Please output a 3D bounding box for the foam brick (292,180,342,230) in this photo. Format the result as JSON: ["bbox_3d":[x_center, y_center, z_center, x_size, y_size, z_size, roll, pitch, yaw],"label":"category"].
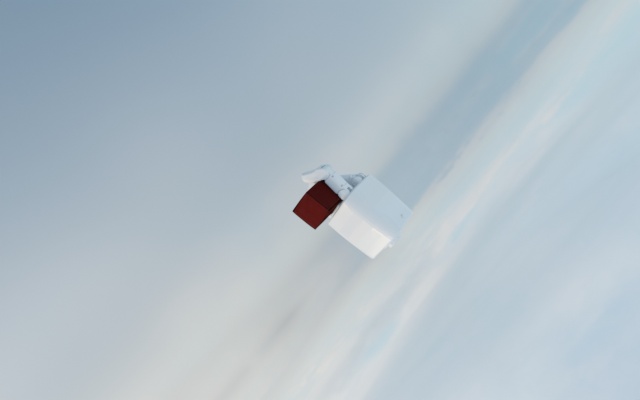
[{"bbox_3d":[0.000,0.003,0.819,0.053,0.051,0.078,-53,-7,38],"label":"foam brick"}]
